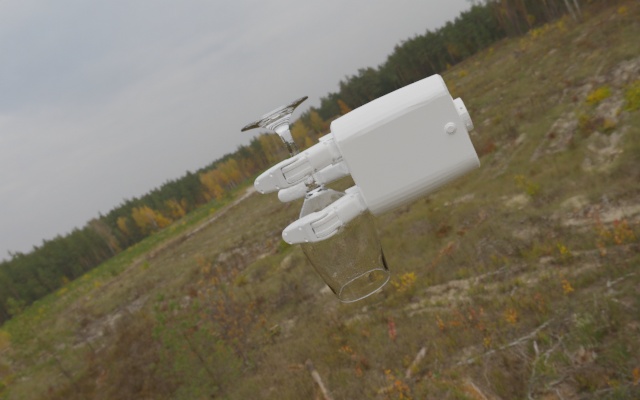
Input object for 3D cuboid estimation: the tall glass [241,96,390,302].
[{"bbox_3d":[0.000,0.001,0.482,0.079,0.201,0.079,-26,9,4],"label":"tall glass"}]
